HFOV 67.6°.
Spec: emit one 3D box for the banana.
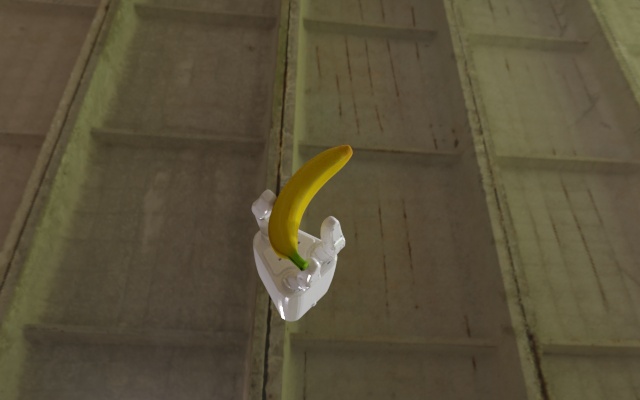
[{"bbox_3d":[-0.019,0.000,0.594,0.069,0.197,0.037,16,-34,9],"label":"banana"}]
